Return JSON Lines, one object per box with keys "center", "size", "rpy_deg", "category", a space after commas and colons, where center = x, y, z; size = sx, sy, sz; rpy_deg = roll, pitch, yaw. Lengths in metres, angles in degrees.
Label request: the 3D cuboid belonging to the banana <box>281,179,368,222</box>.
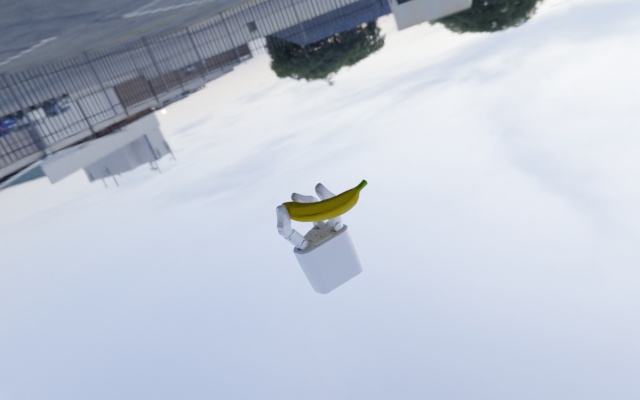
{"center": [-0.004, 0.012, 0.878], "size": [0.198, 0.037, 0.069], "rpy_deg": [-14, 25, 33], "category": "banana"}
